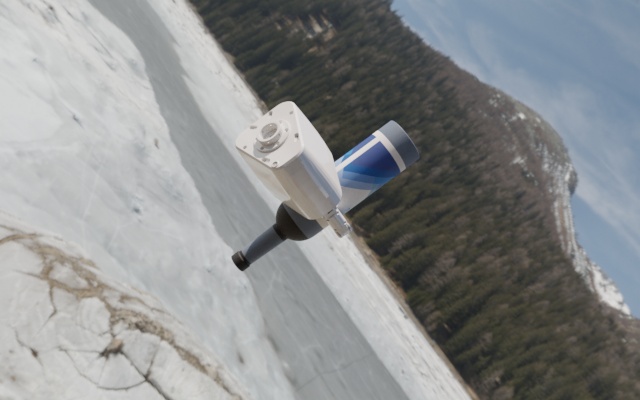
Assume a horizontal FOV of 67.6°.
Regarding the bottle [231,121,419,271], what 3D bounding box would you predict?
[{"bbox_3d":[0.000,0.002,0.672,0.296,0.069,0.069,-36,-1,1],"label":"bottle"}]
